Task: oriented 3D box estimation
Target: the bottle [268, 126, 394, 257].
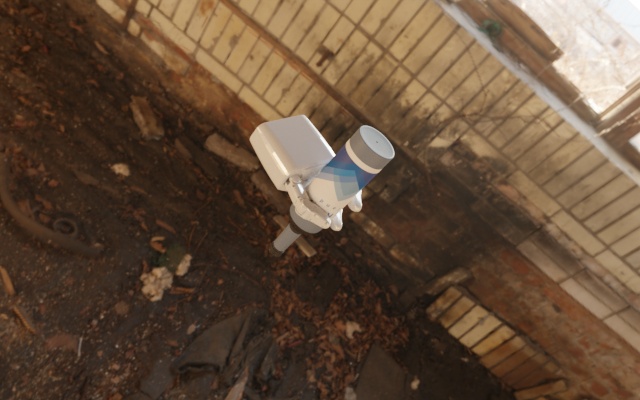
[{"bbox_3d":[0.000,0.002,0.785,0.069,0.069,0.296,0,-37,-45],"label":"bottle"}]
